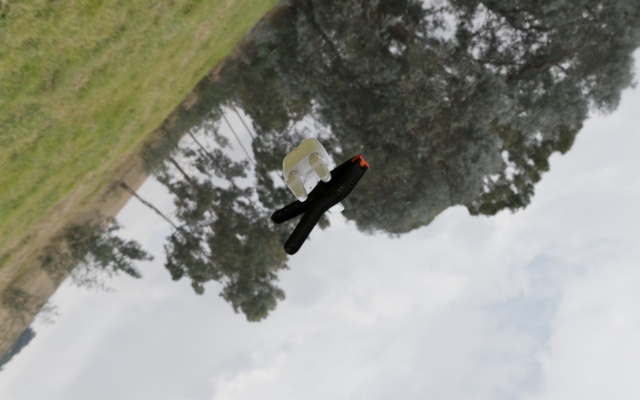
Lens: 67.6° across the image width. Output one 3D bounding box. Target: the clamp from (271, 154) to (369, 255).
[{"bbox_3d":[0.001,0.003,0.838,0.210,0.036,0.164,-39,24,8],"label":"clamp"}]
